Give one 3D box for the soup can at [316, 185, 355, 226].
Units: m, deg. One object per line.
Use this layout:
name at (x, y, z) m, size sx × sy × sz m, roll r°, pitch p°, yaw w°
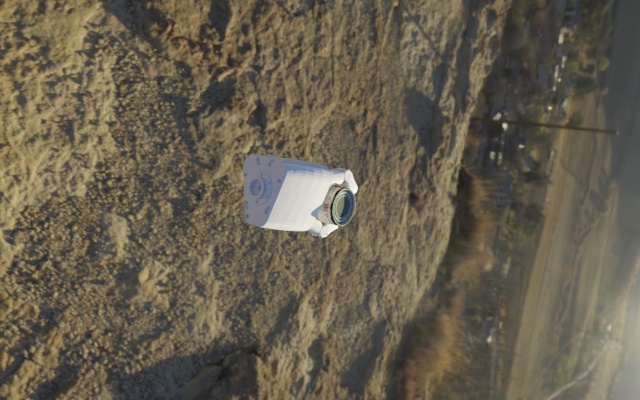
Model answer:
soup can at (0.001, 0.003, 0.824) m, size 0.102 × 0.068 × 0.068 m, roll 12°, pitch 7°, yaw 38°
